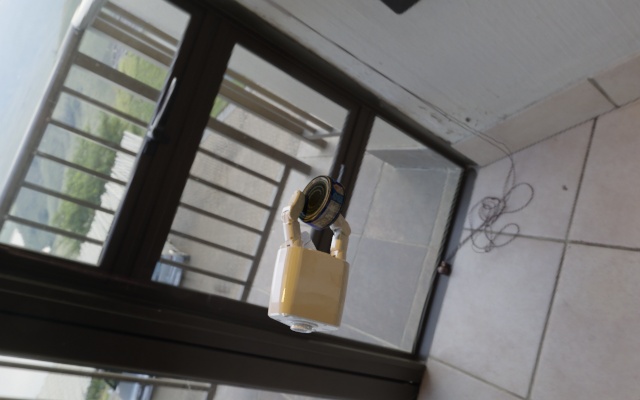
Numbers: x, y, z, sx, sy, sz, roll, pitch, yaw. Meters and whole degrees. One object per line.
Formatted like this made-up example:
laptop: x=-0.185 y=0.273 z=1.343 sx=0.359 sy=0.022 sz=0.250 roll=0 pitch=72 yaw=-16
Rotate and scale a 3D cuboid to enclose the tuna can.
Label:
tuna can: x=0.000 y=0.002 z=0.771 sx=0.034 sy=0.086 sz=0.086 roll=29 pitch=-16 yaw=-31
